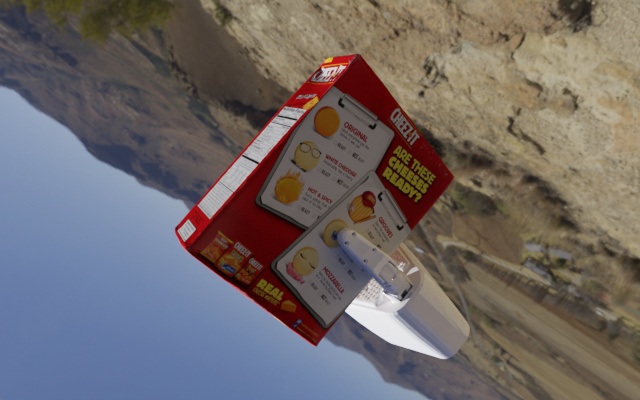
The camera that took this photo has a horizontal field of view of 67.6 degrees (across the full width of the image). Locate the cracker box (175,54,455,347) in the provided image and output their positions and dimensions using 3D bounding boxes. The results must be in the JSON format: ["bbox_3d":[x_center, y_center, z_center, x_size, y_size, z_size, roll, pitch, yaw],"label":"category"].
[{"bbox_3d":[0.000,0.002,0.443,0.164,0.213,0.072,44,-9,-30],"label":"cracker box"}]
